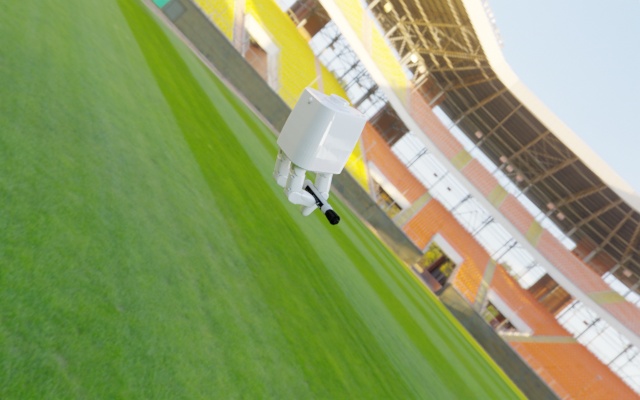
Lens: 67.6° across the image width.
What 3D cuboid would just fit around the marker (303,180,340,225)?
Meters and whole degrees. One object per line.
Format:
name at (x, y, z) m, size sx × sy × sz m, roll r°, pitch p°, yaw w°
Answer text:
marker at (0.000, 0.003, 0.805) m, size 0.020 × 0.020 × 0.121 m, roll 0°, pitch 32°, yaw -30°
